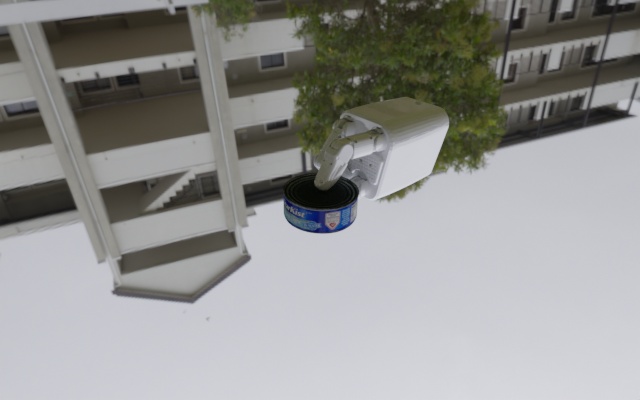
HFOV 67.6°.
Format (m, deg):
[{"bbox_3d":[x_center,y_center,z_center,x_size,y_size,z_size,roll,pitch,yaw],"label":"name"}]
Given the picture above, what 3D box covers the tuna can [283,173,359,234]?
[{"bbox_3d":[0.000,0.002,0.543,0.086,0.034,0.086,2,30,-1],"label":"tuna can"}]
